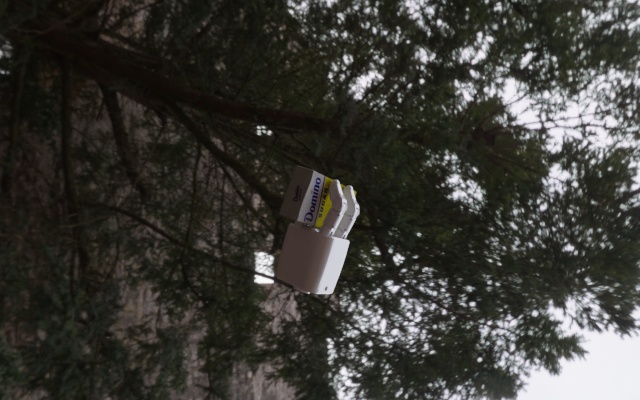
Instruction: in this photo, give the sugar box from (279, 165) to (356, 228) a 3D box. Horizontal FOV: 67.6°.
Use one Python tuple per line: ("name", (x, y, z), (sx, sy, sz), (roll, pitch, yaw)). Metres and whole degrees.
("sugar box", (0.001, 0.003, 0.885), (0.048, 0.093, 0.176), (18, -1, 29))
